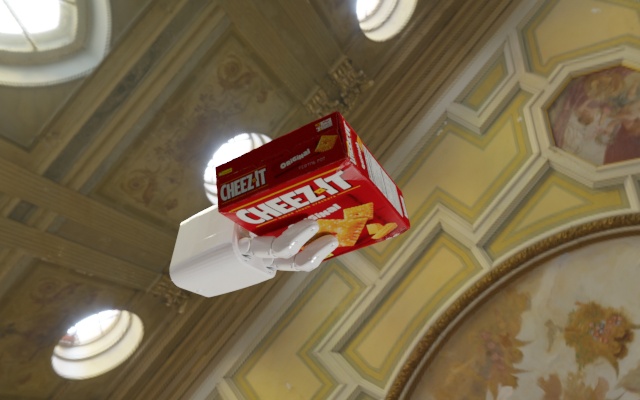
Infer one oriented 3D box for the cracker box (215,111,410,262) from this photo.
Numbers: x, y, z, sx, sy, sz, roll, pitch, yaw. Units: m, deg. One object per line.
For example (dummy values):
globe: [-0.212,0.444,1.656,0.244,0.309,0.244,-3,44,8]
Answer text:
cracker box: [0.000,0.002,0.594,0.164,0.072,0.214,-22,-32,19]
